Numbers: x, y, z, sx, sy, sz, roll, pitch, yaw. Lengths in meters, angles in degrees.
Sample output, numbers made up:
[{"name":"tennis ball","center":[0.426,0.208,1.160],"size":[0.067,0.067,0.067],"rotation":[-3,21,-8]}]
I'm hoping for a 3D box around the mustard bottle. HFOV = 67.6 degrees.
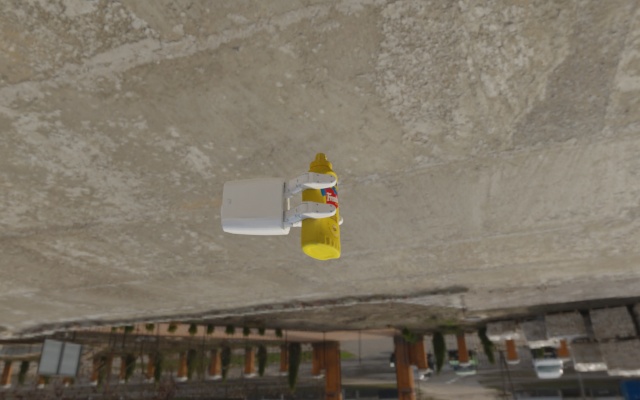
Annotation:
[{"name":"mustard bottle","center":[0.000,0.003,0.850],"size":[0.058,0.191,0.096],"rotation":[-12,-26,24]}]
